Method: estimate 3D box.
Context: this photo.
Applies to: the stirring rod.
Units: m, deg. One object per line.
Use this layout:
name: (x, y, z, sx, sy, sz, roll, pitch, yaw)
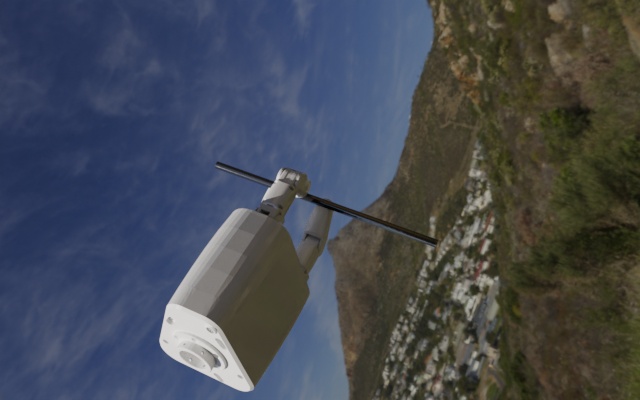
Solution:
stirring rod: (0.000, 0.002, 0.480, 0.239, 0.011, 0.011, 20, 5, 14)
